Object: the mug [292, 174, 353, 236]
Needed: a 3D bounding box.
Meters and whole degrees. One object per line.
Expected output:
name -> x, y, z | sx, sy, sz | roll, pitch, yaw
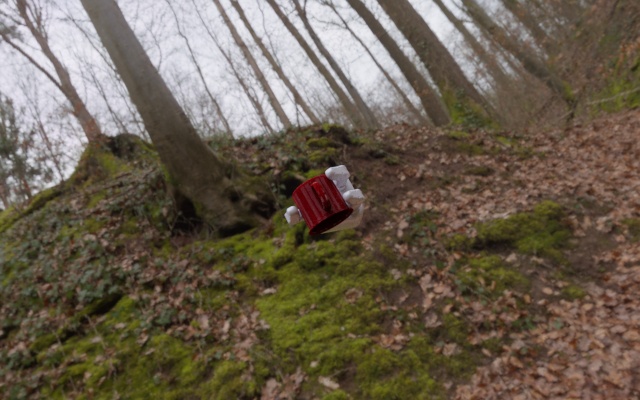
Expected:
mug -> 0.000, 0.002, 0.866 | 0.093, 0.081, 0.117 | -28, -16, -6
